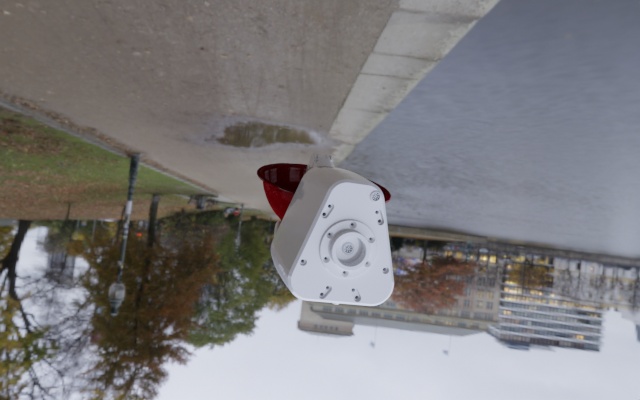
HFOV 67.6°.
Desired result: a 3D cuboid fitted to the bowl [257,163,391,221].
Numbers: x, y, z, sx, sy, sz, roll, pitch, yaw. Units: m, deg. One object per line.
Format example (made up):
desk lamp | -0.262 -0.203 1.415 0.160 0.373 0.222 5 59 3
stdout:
bowl | 0.000 0.002 0.577 0.162 0.055 0.162 10 16 -3
